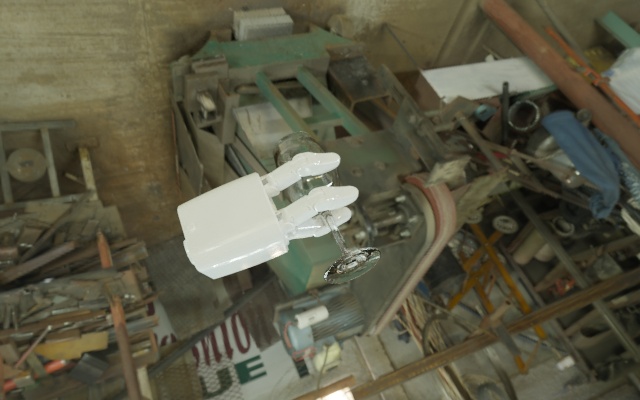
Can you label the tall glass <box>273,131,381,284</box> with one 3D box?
[{"bbox_3d":[0.001,0.003,0.616,0.079,0.201,0.079,-19,-32,-12],"label":"tall glass"}]
